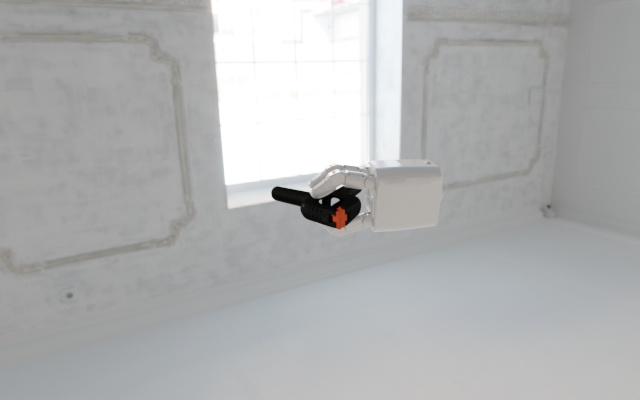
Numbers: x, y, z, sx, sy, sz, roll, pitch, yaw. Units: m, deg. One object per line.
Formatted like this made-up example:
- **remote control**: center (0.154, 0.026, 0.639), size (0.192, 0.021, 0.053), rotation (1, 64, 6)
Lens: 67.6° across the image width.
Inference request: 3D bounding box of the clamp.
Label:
- **clamp**: center (0.000, 0.003, 0.773), size (0.164, 0.036, 0.210), rotation (-5, 15, -3)
